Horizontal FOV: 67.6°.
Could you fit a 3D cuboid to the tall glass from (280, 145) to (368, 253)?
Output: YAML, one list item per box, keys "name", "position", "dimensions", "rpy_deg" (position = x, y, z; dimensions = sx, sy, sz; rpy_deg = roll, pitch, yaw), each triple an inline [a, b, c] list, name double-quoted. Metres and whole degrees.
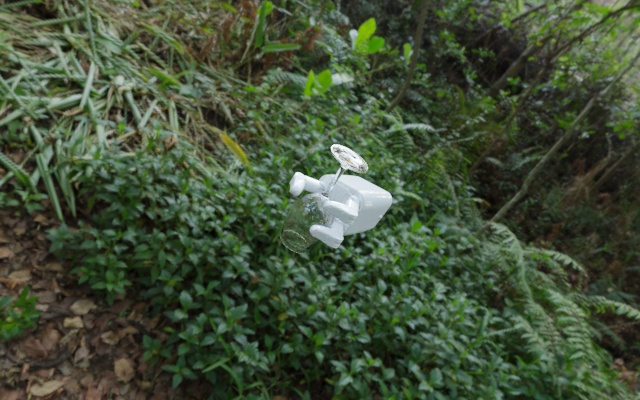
- name: "tall glass"
  position: [0.000, 0.002, 0.846]
  dimensions: [0.079, 0.201, 0.079]
  rpy_deg: [26, 28, -15]
